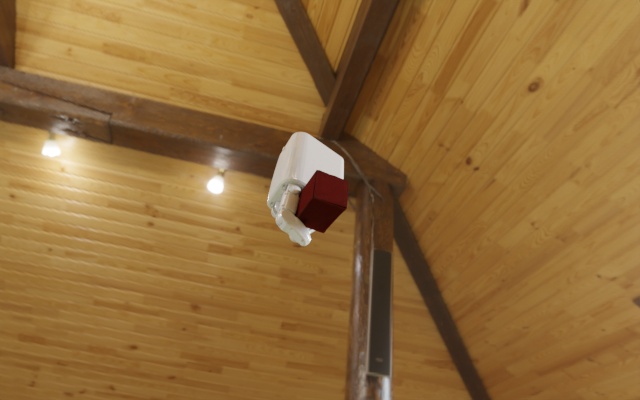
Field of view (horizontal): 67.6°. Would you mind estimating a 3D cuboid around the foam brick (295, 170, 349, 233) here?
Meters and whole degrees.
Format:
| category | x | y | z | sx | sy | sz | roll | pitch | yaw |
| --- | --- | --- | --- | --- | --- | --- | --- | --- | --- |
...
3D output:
| category | x | y | z | sx | sy | sz | roll | pitch | yaw |
| --- | --- | --- | --- | --- | --- | --- | --- | --- | --- |
| foam brick | 0.000 | 0.002 | 0.691 | 0.053 | 0.051 | 0.078 | 20 | -37 | -16 |
